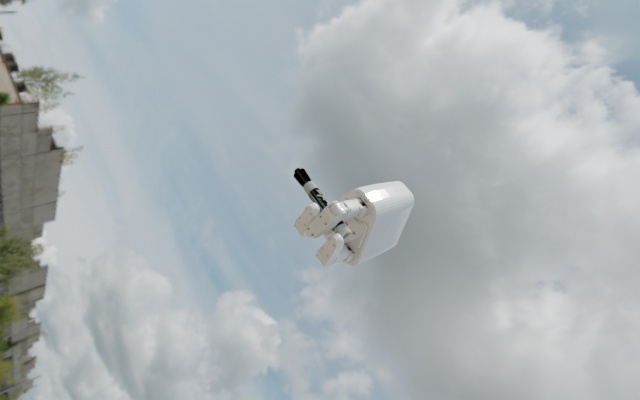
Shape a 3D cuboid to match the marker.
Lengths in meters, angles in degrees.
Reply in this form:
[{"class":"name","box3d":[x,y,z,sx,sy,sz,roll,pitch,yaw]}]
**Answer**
[{"class":"marker","box3d":[0.000,0.002,0.651,0.020,0.121,0.020,-31,-22,-14]}]
